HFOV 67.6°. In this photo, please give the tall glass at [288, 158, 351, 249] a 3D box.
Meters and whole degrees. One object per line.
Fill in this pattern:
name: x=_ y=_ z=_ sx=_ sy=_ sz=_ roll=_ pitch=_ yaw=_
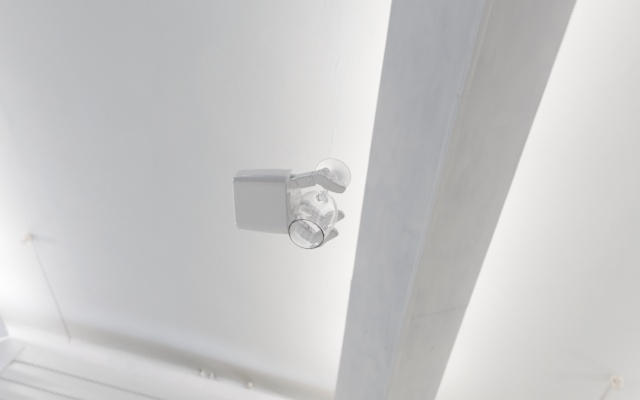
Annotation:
tall glass: x=0.000 y=0.002 z=0.862 sx=0.079 sy=0.079 sz=0.201 roll=0 pitch=32 yaw=16
